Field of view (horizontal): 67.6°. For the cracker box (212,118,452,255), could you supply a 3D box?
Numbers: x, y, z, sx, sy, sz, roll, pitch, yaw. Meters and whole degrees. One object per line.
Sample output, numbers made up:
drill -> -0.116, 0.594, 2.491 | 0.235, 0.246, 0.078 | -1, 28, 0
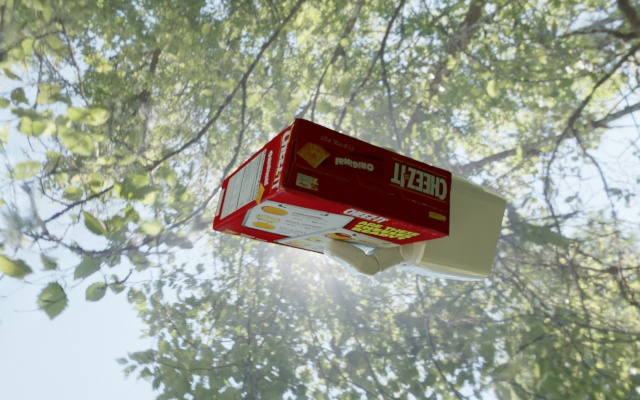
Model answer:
cracker box -> 0.000, 0.002, 0.489 | 0.164, 0.072, 0.214 | 15, -18, -24
